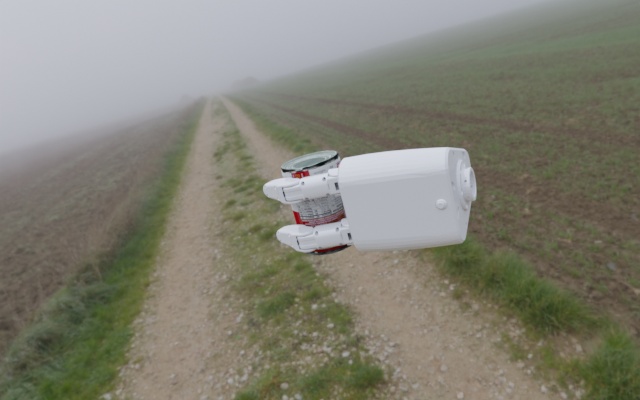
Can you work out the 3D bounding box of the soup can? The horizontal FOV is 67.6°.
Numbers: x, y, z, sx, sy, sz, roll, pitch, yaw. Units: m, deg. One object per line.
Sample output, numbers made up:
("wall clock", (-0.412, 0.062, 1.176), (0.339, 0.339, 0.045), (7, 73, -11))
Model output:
("soup can", (0.000, 0.001, 0.540), (0.068, 0.102, 0.068), (-14, 17, 4))
